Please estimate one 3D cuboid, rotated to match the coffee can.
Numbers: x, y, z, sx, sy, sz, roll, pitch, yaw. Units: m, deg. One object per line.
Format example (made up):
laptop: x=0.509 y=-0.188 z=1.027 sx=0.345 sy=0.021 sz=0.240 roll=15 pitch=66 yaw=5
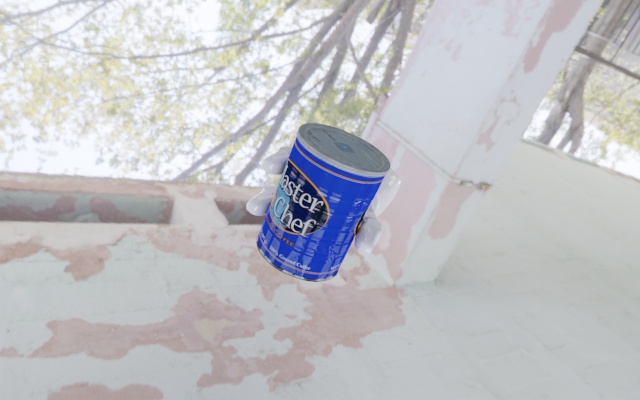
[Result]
coffee can: x=0.000 y=0.002 z=0.519 sx=0.103 sy=0.140 sz=0.102 roll=19 pitch=25 yaw=-10
